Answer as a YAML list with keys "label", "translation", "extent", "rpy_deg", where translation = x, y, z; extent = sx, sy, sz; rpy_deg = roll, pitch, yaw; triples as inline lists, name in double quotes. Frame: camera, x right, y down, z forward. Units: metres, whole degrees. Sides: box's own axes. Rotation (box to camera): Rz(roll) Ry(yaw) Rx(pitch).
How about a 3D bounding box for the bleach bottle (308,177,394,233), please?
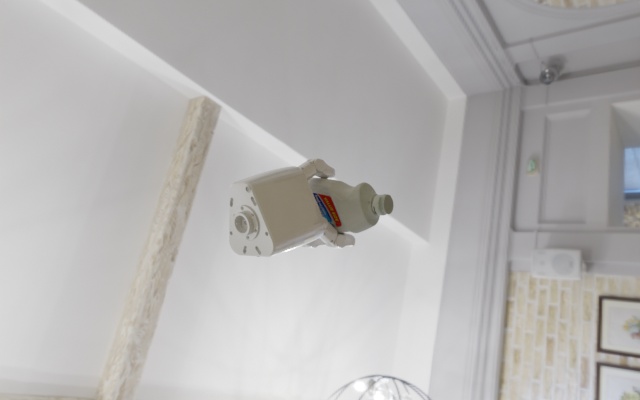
- label: "bleach bottle"
  translation: [0.000, 0.003, 0.767]
  extent: [0.251, 0.102, 0.068]
  rpy_deg: [-3, 11, 39]
